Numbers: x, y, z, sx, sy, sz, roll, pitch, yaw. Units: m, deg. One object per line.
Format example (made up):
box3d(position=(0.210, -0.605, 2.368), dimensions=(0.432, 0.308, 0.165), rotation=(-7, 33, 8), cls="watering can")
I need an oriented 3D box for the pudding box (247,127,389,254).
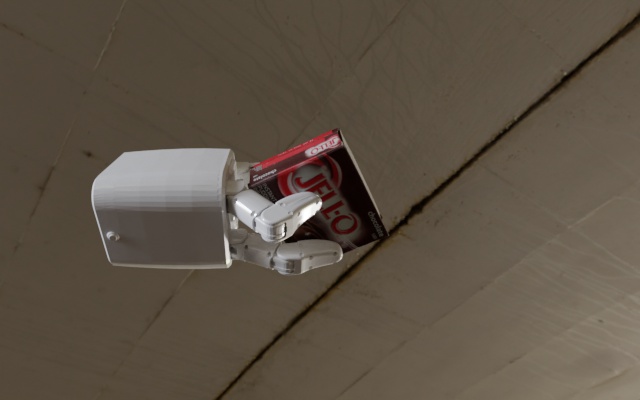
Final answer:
box3d(position=(0.000, 0.001, 0.435), dimensions=(0.090, 0.114, 0.039), rotation=(-23, 37, 11), cls="pudding box")
